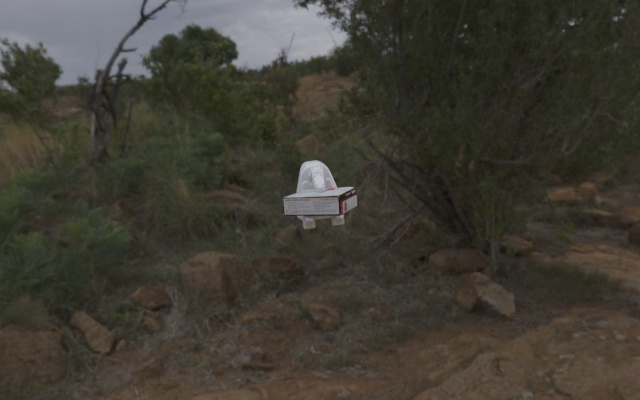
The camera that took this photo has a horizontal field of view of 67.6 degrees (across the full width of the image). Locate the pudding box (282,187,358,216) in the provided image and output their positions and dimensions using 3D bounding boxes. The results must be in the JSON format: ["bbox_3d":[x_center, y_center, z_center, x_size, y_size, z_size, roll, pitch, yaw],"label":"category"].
[{"bbox_3d":[0.000,0.003,0.865,0.113,0.039,0.090,-3,10,24],"label":"pudding box"}]
